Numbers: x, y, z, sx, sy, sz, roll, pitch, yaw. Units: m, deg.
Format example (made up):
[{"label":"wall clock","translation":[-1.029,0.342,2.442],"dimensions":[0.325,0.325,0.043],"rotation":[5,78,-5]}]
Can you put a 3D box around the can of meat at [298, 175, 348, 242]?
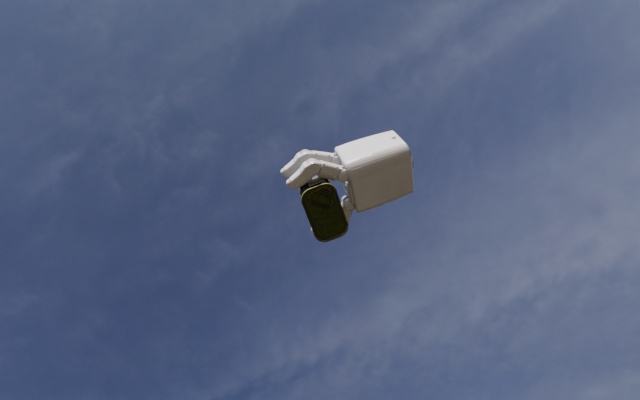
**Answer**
[{"label":"can of meat","translation":[0.000,0.003,0.784],"dimensions":[0.057,0.102,0.084],"rotation":[-21,29,-1]}]
